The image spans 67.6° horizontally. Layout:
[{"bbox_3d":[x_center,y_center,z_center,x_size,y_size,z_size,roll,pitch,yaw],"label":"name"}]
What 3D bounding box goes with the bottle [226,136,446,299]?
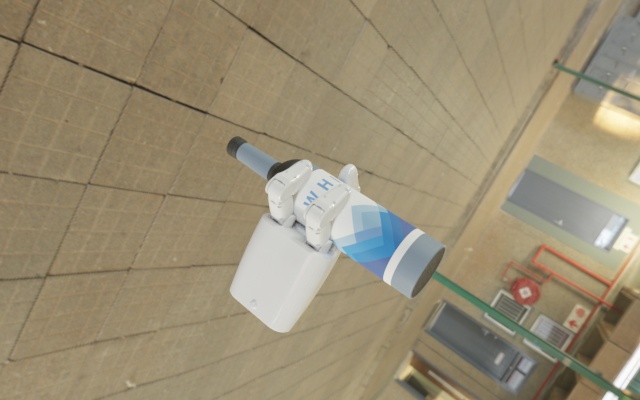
[{"bbox_3d":[0.000,0.002,0.556,0.295,0.069,0.069,33,15,25],"label":"bottle"}]
